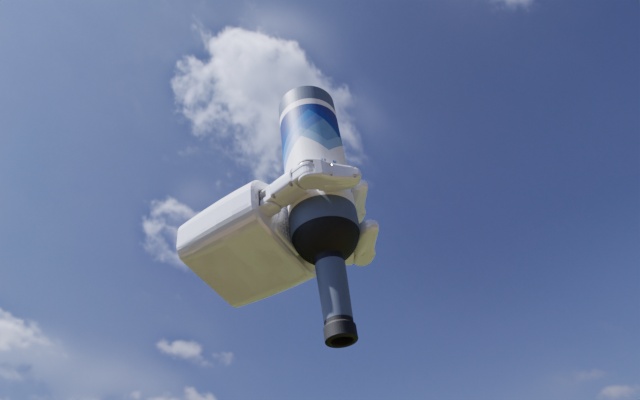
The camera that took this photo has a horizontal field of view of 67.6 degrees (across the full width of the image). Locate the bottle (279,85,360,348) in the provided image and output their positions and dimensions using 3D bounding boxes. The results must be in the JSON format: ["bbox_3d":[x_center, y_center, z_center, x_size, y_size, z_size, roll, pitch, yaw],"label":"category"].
[{"bbox_3d":[0.000,0.001,0.478,0.069,0.295,0.069,-5,-40,-4],"label":"bottle"}]
